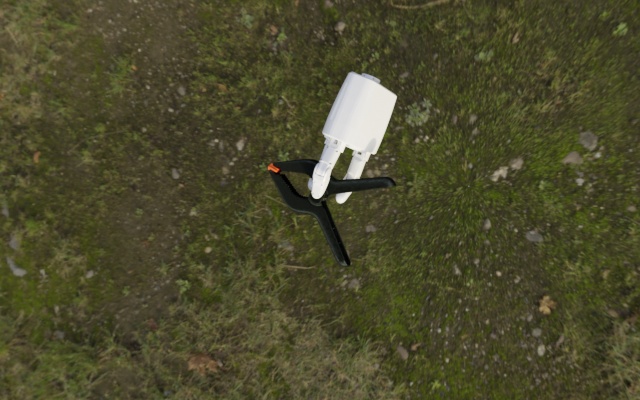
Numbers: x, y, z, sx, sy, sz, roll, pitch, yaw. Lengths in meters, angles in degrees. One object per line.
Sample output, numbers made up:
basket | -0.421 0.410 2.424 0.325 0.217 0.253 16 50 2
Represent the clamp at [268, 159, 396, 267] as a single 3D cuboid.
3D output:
clamp | -0.001 0.002 0.794 0.210 0.164 0.036 24 9 15
